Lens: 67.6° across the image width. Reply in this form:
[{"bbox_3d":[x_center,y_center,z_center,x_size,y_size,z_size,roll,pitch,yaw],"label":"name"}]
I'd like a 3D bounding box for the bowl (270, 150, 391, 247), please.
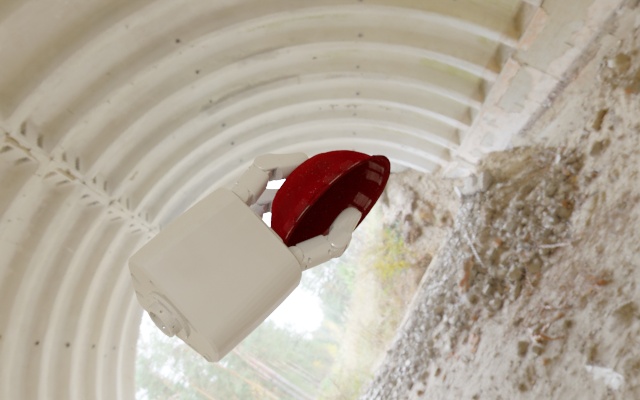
[{"bbox_3d":[0.001,0.001,0.506,0.055,0.162,0.162,43,19,22],"label":"bowl"}]
